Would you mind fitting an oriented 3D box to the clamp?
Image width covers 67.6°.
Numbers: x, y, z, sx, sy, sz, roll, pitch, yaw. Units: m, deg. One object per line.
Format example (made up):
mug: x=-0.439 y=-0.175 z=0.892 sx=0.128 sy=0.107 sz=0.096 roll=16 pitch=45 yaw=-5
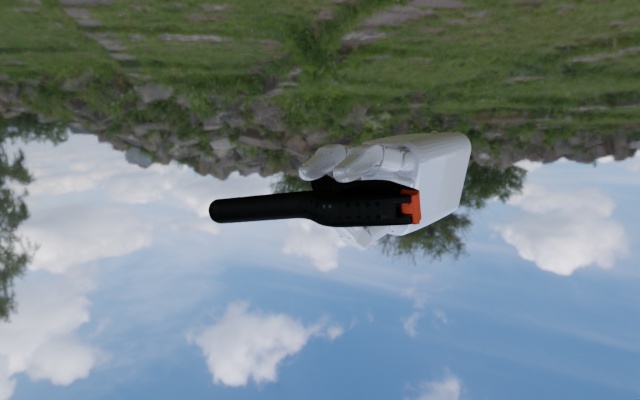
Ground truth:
clamp: x=0.001 y=0.002 z=0.474 sx=0.164 sy=0.036 sz=0.210 roll=-19 pitch=18 yaw=-38
